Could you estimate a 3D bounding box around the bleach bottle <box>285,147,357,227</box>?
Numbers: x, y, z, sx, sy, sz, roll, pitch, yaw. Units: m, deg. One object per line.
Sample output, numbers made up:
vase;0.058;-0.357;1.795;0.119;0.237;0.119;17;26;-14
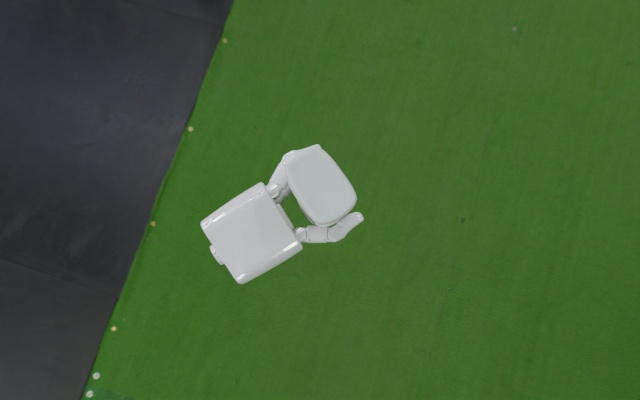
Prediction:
bleach bottle;0.000;0.002;0.723;0.068;0.102;0.251;-33;-10;-5
